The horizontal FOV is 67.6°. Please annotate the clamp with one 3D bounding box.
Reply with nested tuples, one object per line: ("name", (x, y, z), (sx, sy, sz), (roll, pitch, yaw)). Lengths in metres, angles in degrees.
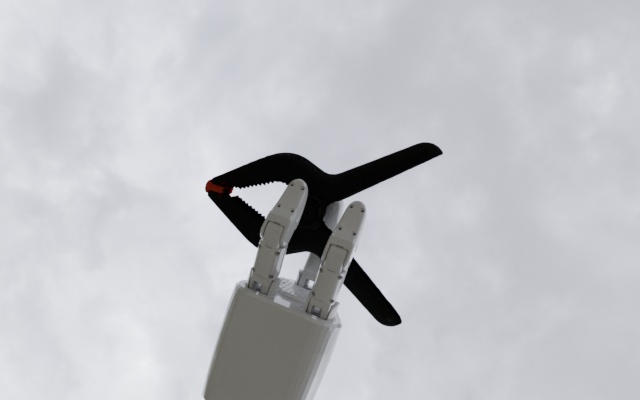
("clamp", (0.000, 0.001, 0.435), (0.210, 0.164, 0.036), (21, 2, 10))
